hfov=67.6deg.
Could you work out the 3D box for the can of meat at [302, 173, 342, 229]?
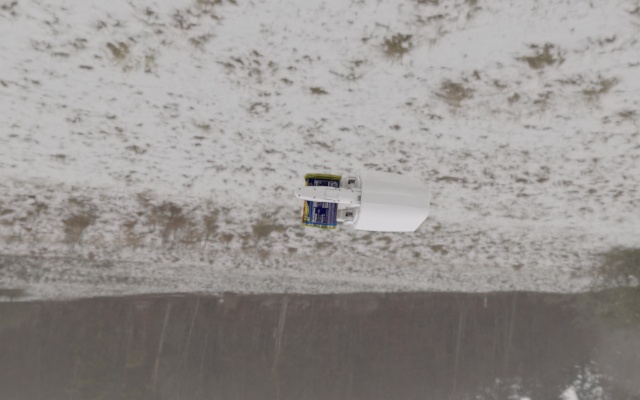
[{"bbox_3d":[0.000,0.003,0.773,0.057,0.084,0.102,4,-2,-5],"label":"can of meat"}]
